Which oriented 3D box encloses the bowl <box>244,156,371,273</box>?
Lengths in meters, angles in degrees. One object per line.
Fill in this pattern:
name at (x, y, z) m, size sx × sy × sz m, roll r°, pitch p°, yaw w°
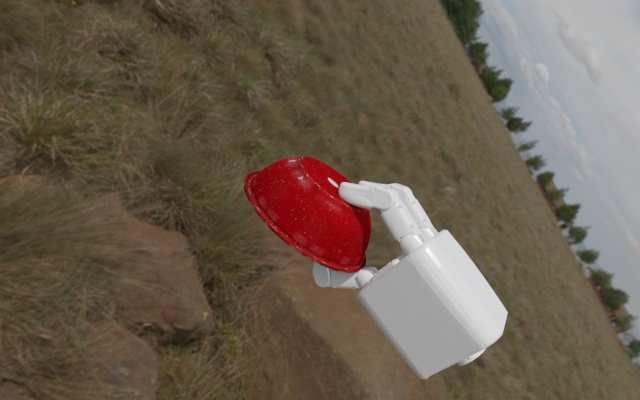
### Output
bowl at (-0.001, 0.001, 0.514) m, size 0.162 × 0.055 × 0.162 m, roll 33°, pitch 19°, yaw -13°
